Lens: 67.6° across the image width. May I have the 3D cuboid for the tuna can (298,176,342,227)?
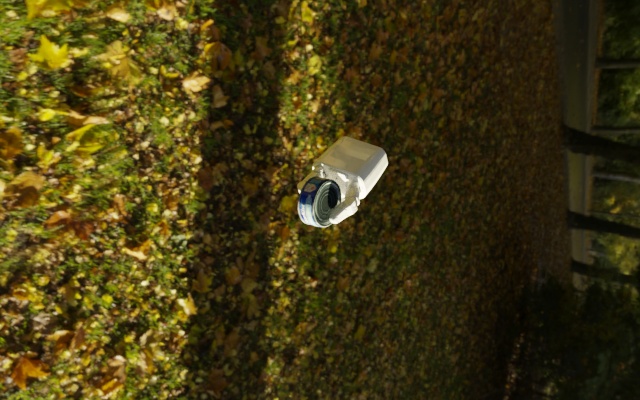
[{"bbox_3d":[0.001,0.003,0.827,0.033,0.086,0.086,13,7,35],"label":"tuna can"}]
